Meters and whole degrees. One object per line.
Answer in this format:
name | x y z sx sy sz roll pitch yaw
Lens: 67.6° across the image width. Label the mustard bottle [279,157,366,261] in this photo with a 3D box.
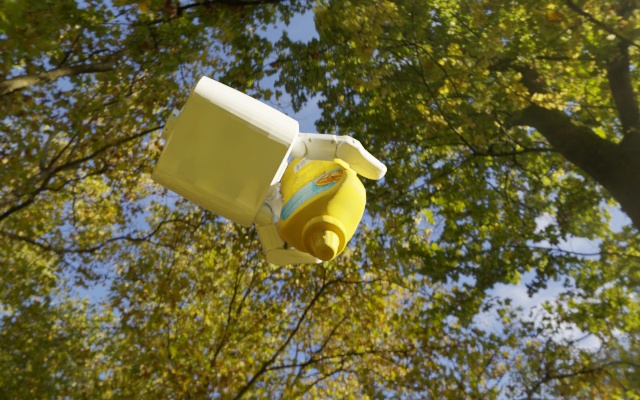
mustard bottle | 0.000 0.002 0.499 0.096 0.058 0.191 -33 24 14
